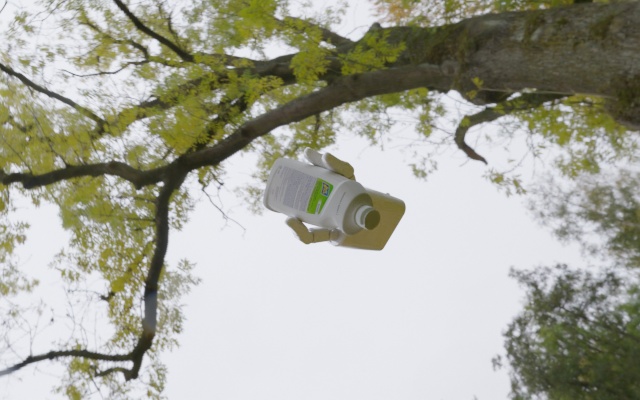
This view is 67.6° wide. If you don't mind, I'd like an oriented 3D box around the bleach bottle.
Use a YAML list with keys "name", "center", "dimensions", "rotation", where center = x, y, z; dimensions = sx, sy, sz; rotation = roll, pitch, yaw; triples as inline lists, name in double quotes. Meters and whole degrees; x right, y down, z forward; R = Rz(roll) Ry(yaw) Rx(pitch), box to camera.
- name: "bleach bottle"
  center: [0.000, 0.002, 0.749]
  dimensions: [0.068, 0.102, 0.250]
  rotation: [10, 9, -36]
